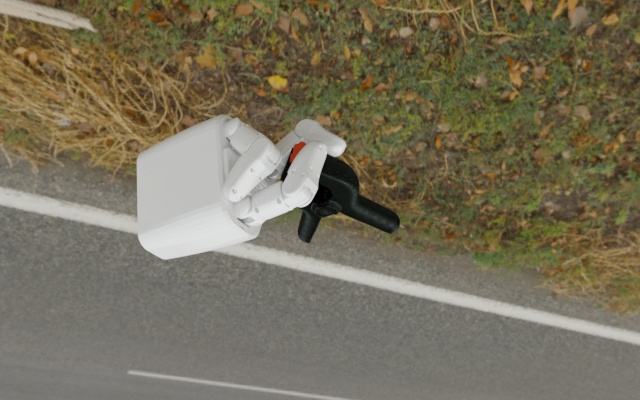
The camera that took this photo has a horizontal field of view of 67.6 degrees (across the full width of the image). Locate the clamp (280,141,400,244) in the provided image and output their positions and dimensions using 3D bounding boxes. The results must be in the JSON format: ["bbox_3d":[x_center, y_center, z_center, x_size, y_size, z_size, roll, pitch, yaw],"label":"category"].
[{"bbox_3d":[0.000,0.002,0.501,0.120,0.039,0.171,-19,-38,22],"label":"clamp"}]
